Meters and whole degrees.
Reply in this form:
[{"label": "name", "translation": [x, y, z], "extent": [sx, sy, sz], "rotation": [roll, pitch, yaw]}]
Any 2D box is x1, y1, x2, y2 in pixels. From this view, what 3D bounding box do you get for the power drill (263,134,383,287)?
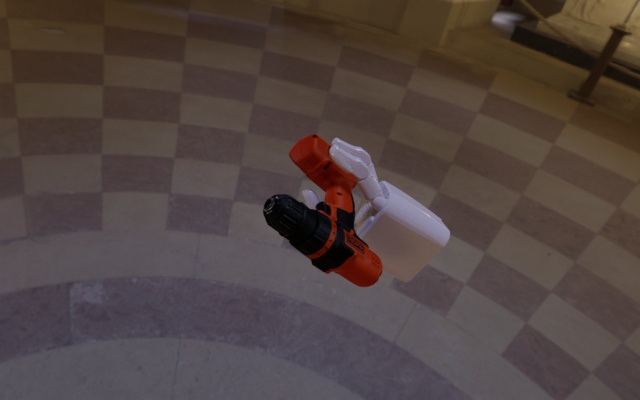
[{"label": "power drill", "translation": [0.000, 0.002, 0.604], "extent": [0.057, 0.187, 0.184], "rotation": [-32, -51, 25]}]
